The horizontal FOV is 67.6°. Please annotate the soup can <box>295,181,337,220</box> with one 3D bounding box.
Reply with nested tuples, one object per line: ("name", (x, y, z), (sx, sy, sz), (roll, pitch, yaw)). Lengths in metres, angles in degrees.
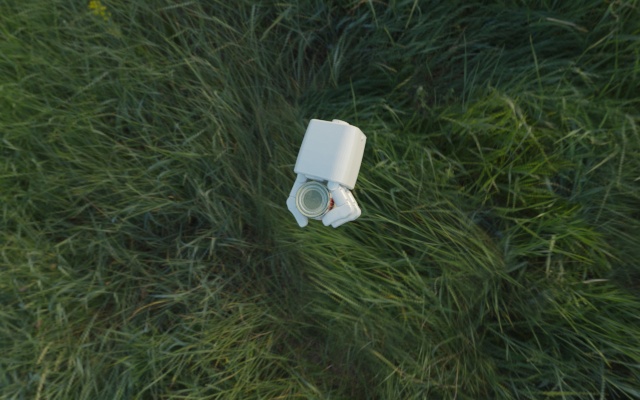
("soup can", (0.000, 0.003, 0.896), (0.068, 0.068, 0.102), (0, -6, 17))
